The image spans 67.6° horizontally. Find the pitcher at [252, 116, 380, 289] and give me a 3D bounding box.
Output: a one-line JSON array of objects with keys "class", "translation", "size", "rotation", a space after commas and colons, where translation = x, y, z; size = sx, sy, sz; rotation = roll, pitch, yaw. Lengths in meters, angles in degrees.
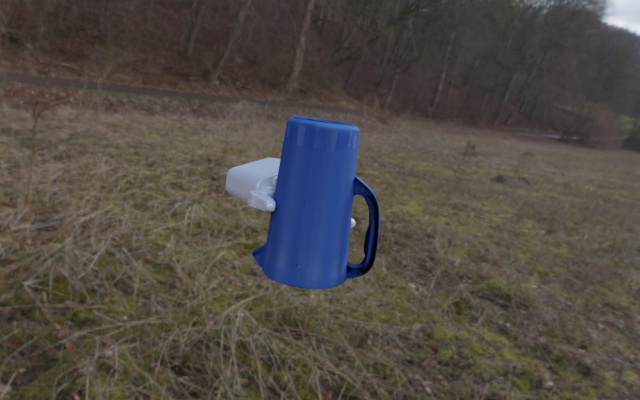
[{"class": "pitcher", "translation": [0.000, 0.002, 0.719], "size": [0.149, 0.243, 0.145], "rotation": [-1, 15, -39]}]
